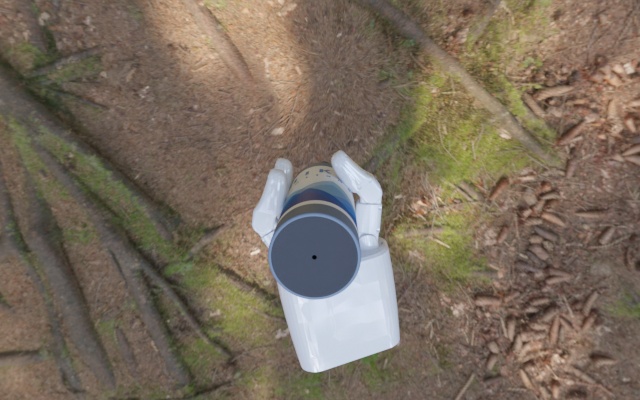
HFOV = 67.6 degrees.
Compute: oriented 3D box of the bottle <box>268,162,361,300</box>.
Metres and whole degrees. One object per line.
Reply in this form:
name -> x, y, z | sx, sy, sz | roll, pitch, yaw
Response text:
bottle -> 0.000, 0.002, 0.479 | 0.069, 0.069, 0.295 | 0, 15, 2
